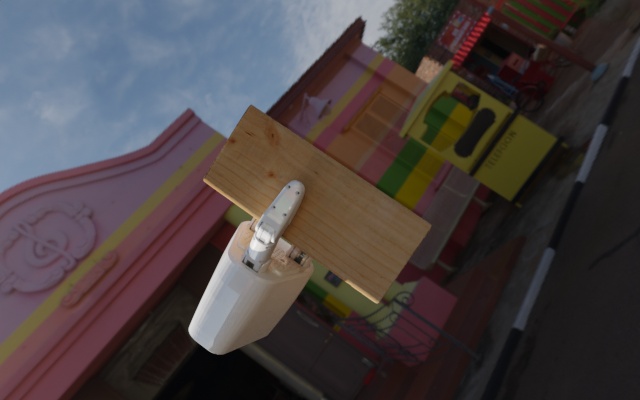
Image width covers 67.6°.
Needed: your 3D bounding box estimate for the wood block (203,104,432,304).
[{"bbox_3d":[0.000,0.002,0.488,0.206,0.090,0.091,34,6,7],"label":"wood block"}]
